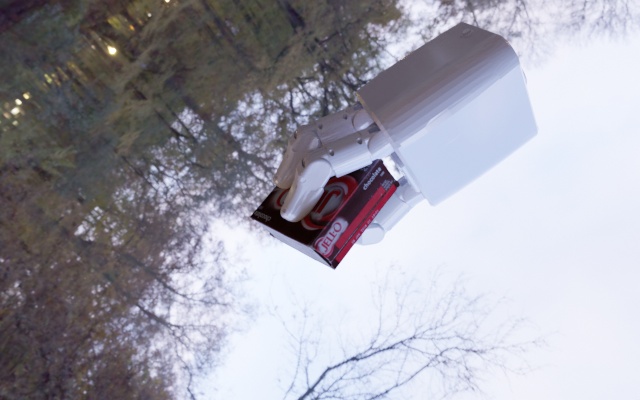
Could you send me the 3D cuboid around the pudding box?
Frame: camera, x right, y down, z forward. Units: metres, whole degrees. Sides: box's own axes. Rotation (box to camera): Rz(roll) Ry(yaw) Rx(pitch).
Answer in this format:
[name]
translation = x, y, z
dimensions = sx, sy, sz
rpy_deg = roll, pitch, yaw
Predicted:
[pudding box]
translation = 0.000, 0.001, 0.410
dimensions = 0.039, 0.090, 0.113
rpy_deg = 47, -16, -28
